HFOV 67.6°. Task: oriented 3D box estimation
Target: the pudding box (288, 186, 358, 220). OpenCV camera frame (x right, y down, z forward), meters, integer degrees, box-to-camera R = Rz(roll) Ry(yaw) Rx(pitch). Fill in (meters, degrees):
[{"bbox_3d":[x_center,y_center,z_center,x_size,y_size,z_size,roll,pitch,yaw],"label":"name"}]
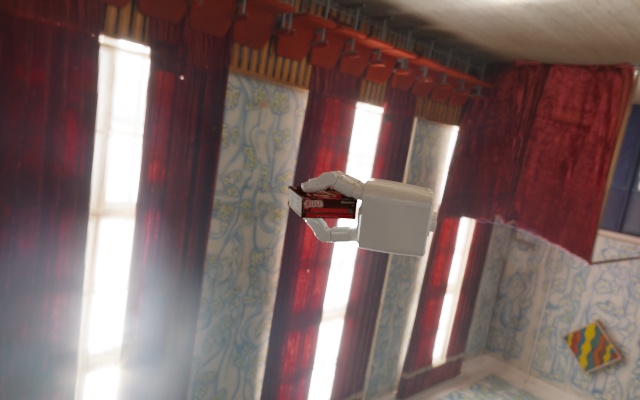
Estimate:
[{"bbox_3d":[0.000,0.003,0.778,0.090,0.039,0.113,3,7,-16],"label":"pudding box"}]
